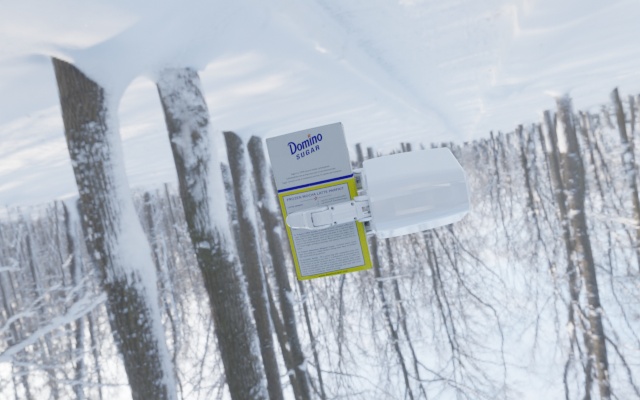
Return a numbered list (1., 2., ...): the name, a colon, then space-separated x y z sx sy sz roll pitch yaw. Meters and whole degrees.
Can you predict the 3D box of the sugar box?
1. sugar box: 0.000 0.002 0.574 0.093 0.176 0.048 -11 4 7
